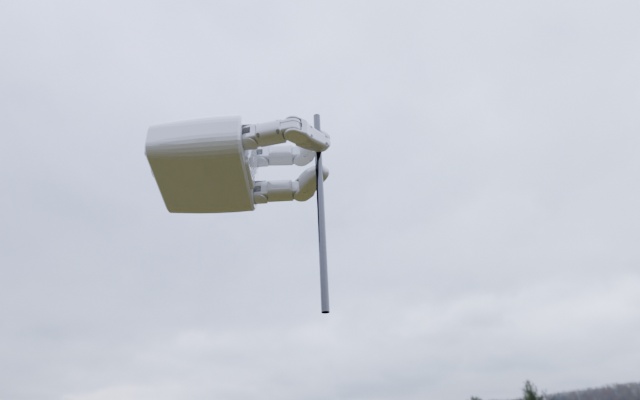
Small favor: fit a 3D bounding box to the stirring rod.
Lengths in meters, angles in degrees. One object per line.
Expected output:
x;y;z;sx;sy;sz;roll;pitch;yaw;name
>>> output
0.000;0.002;0.506;0.011;0.239;0.011;-2;-32;-1;stirring rod
